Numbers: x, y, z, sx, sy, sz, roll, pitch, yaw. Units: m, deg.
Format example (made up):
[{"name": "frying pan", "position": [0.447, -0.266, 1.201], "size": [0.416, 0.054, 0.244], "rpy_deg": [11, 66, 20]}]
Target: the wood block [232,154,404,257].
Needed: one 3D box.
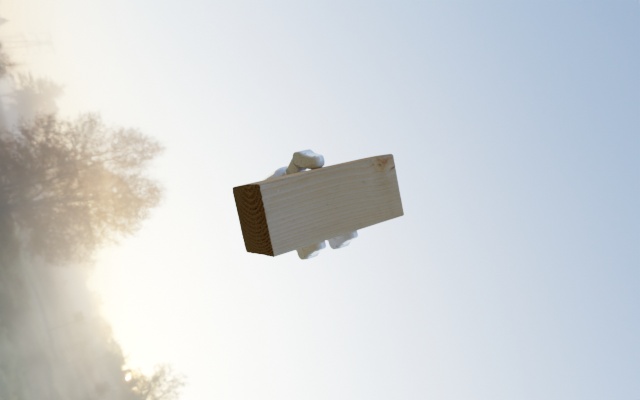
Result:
[{"name": "wood block", "position": [0.000, 0.002, 0.643], "size": [0.206, 0.091, 0.090], "rpy_deg": [-15, 7, -31]}]
